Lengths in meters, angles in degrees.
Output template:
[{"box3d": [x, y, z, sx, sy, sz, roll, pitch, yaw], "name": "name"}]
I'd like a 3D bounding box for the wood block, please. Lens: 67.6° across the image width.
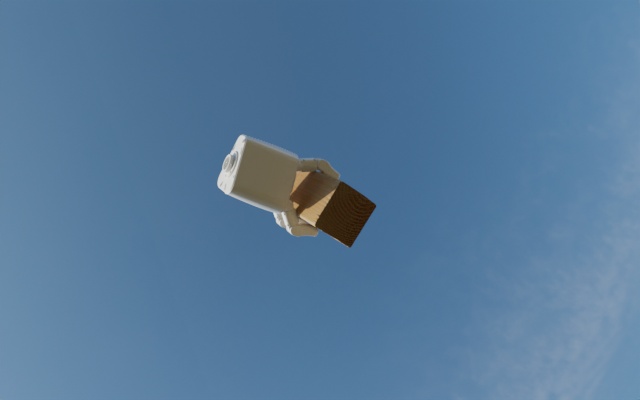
[{"box3d": [0.000, 0.002, 0.898, 0.090, 0.091, 0.206, 33, -3, -29], "name": "wood block"}]
